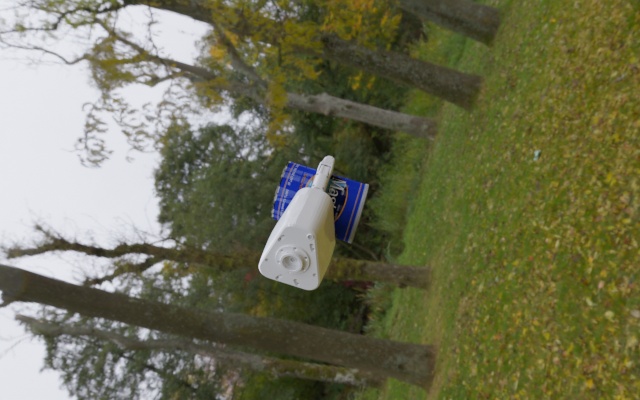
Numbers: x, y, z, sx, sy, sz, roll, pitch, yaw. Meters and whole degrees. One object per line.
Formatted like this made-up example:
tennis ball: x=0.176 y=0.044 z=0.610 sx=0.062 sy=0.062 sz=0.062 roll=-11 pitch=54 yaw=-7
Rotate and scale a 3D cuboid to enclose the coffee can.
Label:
coffee can: x=0.000 y=0.003 z=0.801 sx=0.140 sy=0.103 sz=0.103 roll=17 pitch=1 yaw=3
